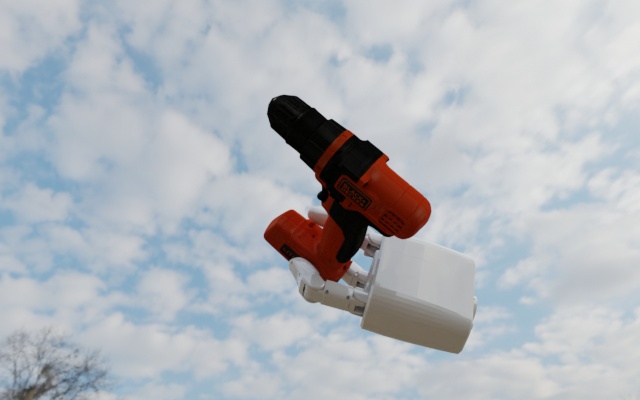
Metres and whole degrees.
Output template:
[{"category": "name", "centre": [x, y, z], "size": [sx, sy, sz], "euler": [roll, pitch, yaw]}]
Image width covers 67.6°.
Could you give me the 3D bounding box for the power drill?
[{"category": "power drill", "centre": [0.000, 0.002, 0.498], "size": [0.057, 0.184, 0.188], "euler": [-43, -9, -37]}]
